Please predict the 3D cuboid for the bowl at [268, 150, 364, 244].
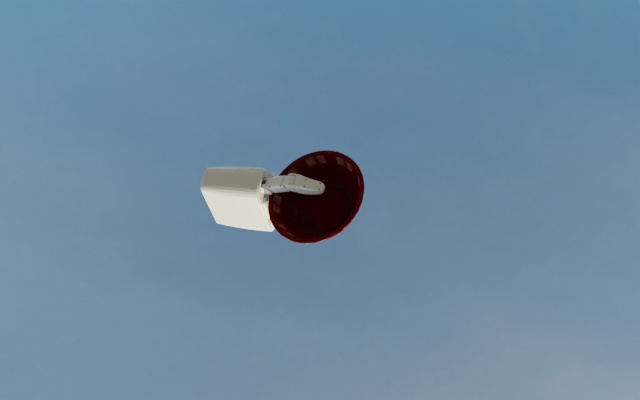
[{"bbox_3d":[0.001,0.003,0.758,0.162,0.162,0.055,0,-27,25],"label":"bowl"}]
